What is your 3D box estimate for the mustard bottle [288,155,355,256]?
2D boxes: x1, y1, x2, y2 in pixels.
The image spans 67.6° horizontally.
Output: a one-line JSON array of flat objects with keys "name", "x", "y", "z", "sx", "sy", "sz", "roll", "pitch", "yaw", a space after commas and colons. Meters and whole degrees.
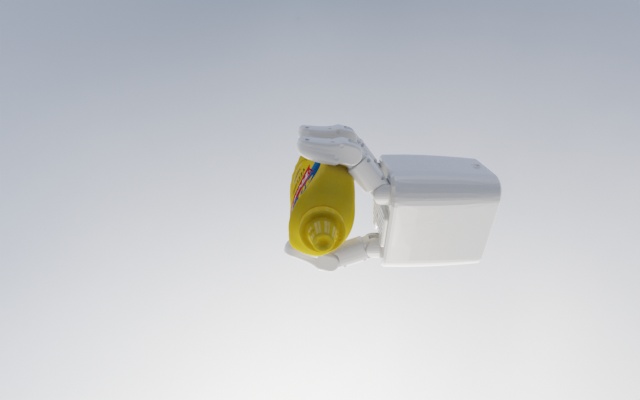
[{"name": "mustard bottle", "x": 0.000, "y": 0.001, "z": 0.482, "sx": 0.058, "sy": 0.096, "sz": 0.191, "roll": 23, "pitch": 18, "yaw": -10}]
